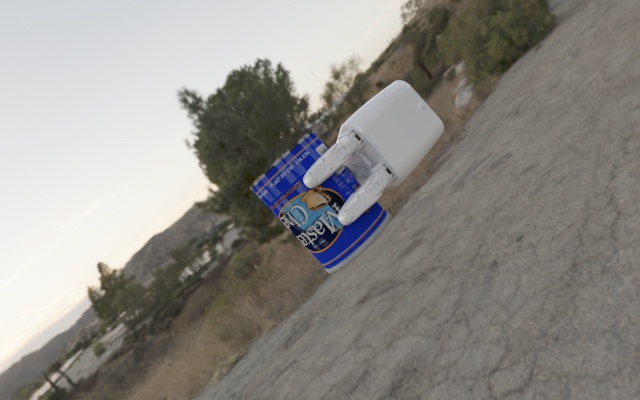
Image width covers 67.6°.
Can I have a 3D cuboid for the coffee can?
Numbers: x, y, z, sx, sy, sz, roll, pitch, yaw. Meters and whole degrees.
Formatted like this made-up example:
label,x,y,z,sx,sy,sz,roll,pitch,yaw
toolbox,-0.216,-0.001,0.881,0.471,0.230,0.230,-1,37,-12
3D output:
label,x,y,z,sx,sy,sz,roll,pitch,yaw
coffee can,0.000,0.002,0.575,0.103,0.140,0.103,-43,3,3
